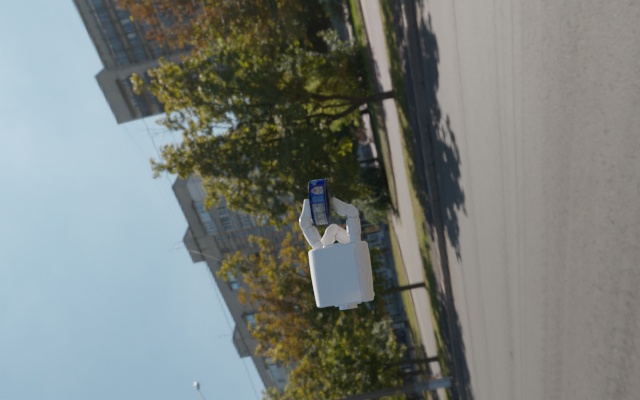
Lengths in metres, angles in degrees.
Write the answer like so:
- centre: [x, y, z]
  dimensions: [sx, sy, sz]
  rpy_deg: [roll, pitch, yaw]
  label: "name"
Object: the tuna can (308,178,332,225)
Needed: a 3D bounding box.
- centre: [0.000, 0.003, 0.890]
  dimensions: [0.034, 0.086, 0.086]
  rpy_deg: [-6, -1, 6]
  label: "tuna can"
